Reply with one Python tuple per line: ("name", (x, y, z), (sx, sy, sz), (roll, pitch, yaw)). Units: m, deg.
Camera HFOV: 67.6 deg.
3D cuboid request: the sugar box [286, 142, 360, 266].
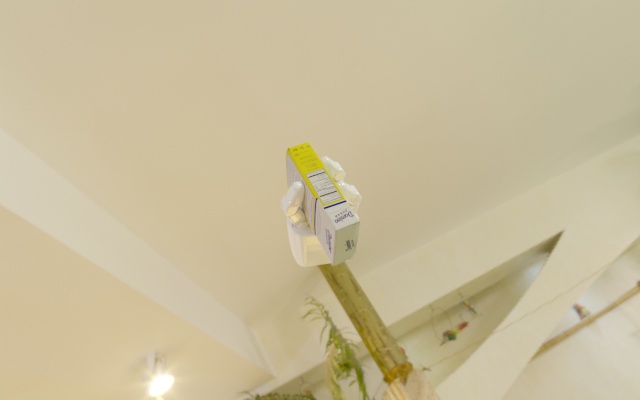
("sugar box", (0.001, 0.002, 0.730), (0.048, 0.176, 0.093), (-21, -35, -18))
